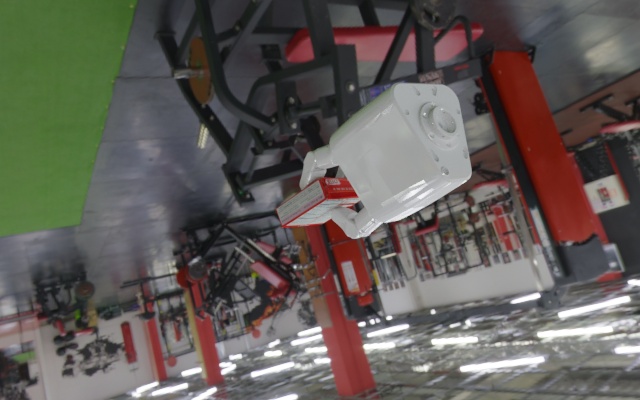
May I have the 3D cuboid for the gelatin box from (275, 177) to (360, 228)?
[{"bbox_3d":[0.000,0.003,0.591,0.073,0.030,0.089,-2,-24,-47],"label":"gelatin box"}]
